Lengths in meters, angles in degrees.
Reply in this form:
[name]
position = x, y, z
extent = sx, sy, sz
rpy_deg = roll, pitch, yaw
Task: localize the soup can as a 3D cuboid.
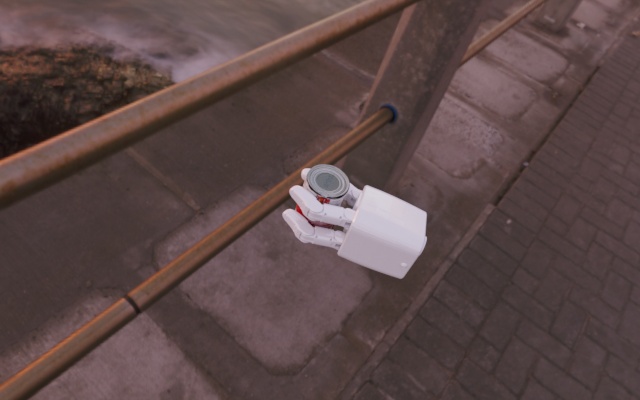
[soup can]
position = 0.000, 0.002, 0.737
extent = 0.068, 0.068, 0.102
rpy_deg = 0, -39, -18
